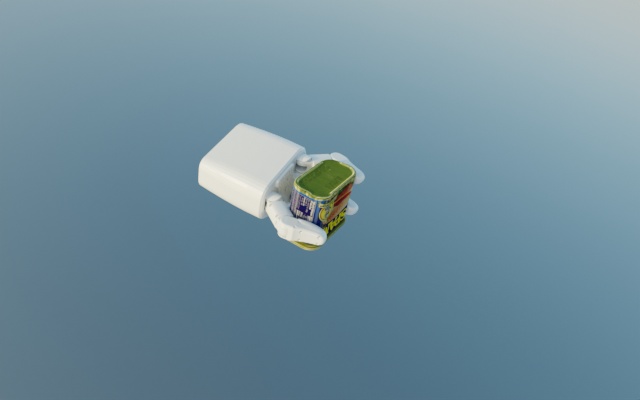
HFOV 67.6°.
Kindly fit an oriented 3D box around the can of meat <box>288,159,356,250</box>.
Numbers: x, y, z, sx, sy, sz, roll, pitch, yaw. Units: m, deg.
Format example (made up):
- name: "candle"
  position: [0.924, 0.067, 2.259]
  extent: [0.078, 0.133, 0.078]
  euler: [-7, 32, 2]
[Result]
- name: "can of meat"
  position: [0.000, 0.002, 0.630]
  extent: [0.057, 0.084, 0.102]
  euler: [27, 38, 19]
